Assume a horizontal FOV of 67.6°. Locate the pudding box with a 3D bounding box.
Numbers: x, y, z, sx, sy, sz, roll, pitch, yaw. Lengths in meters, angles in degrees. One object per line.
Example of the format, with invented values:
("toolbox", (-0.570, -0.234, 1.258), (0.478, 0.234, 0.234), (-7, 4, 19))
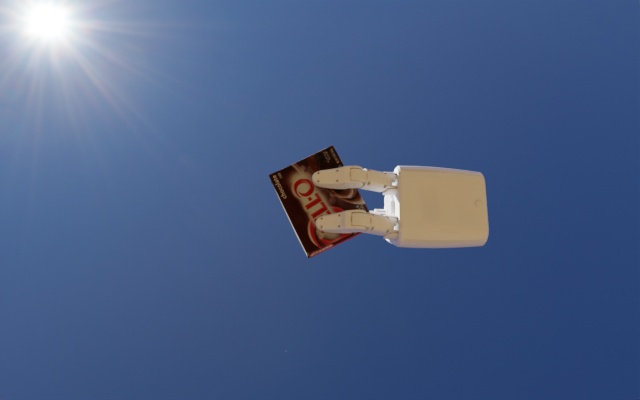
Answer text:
("pudding box", (0.000, 0.002, 0.588), (0.090, 0.113, 0.039), (-26, -15, -8))
